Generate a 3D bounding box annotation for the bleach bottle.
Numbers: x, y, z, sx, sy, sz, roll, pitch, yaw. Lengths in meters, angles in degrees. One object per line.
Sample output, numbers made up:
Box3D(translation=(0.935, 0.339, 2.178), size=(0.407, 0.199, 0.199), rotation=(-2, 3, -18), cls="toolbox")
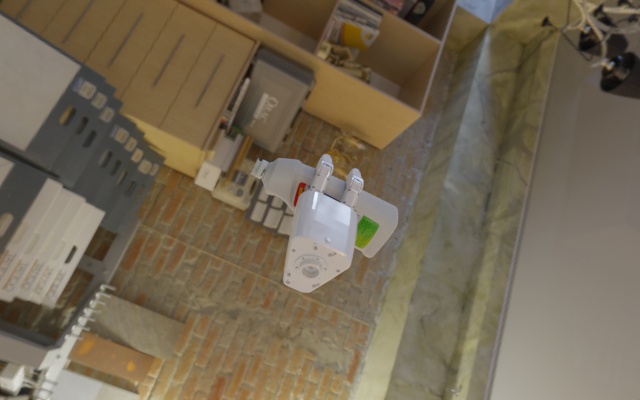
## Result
Box3D(translation=(0.000, 0.003, 0.805), size=(0.251, 0.103, 0.068), rotation=(25, 37, -11), cls="bleach bottle")
